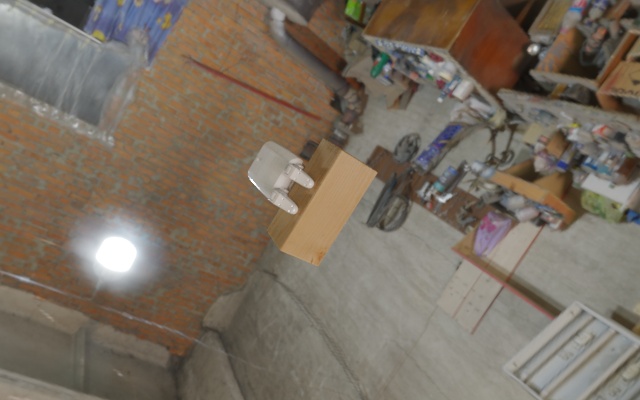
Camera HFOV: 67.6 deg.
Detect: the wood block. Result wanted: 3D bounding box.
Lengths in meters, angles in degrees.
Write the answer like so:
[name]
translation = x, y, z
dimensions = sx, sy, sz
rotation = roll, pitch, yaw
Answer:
[wood block]
translation = 0.000, 0.003, 0.883
dimensions = 0.091, 0.206, 0.090
rotation = 27, 9, -31
